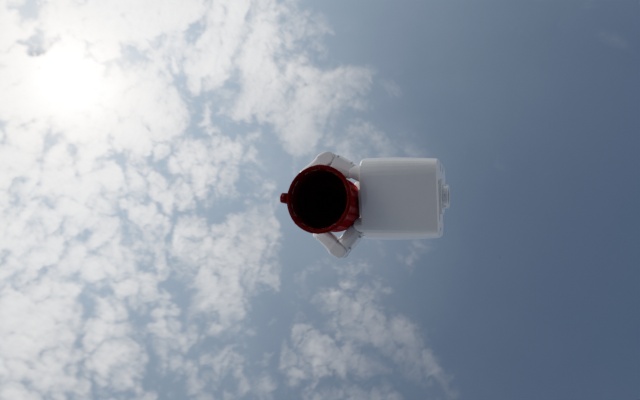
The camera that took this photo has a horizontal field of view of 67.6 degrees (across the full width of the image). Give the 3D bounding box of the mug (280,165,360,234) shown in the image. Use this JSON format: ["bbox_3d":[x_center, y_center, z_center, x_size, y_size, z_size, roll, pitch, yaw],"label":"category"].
[{"bbox_3d":[-0.001,0.002,0.677,0.117,0.093,0.081,1,-6,21],"label":"mug"}]
